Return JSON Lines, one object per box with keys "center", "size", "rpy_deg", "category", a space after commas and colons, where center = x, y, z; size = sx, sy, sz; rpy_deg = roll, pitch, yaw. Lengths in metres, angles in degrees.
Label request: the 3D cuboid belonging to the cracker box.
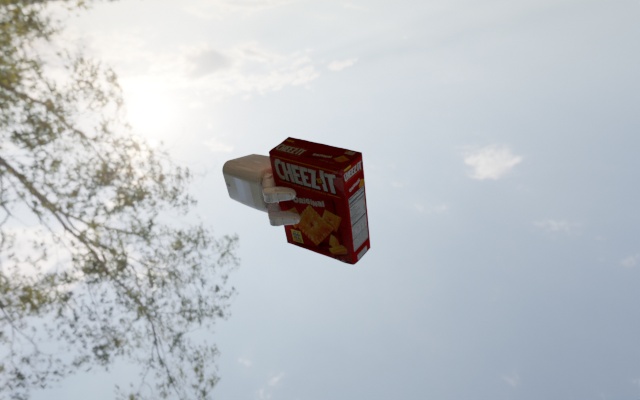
{"center": [0.000, 0.003, 0.885], "size": [0.164, 0.214, 0.072], "rpy_deg": [16, 41, 32], "category": "cracker box"}
